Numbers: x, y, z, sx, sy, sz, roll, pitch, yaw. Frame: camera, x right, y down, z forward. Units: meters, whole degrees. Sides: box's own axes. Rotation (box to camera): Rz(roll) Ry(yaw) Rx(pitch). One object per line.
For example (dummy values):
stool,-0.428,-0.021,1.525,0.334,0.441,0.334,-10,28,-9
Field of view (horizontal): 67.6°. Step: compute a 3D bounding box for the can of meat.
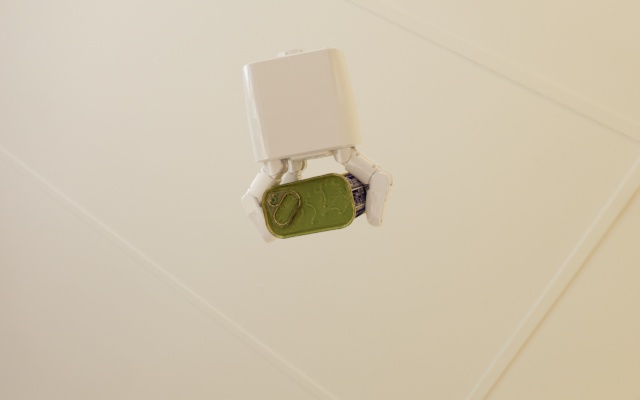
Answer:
can of meat,0.000,0.002,0.527,0.102,0.057,0.084,-12,3,22
